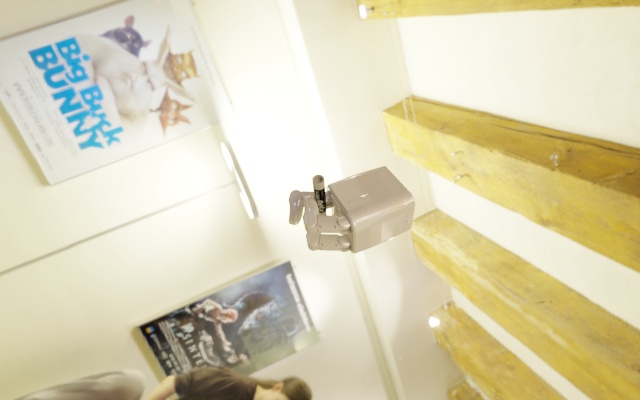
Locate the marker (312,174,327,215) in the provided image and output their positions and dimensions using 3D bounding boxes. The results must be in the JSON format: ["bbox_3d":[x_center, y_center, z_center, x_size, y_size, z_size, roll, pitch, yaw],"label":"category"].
[{"bbox_3d":[0.000,0.002,0.742,0.020,0.020,0.121,0,-34,4],"label":"marker"}]
